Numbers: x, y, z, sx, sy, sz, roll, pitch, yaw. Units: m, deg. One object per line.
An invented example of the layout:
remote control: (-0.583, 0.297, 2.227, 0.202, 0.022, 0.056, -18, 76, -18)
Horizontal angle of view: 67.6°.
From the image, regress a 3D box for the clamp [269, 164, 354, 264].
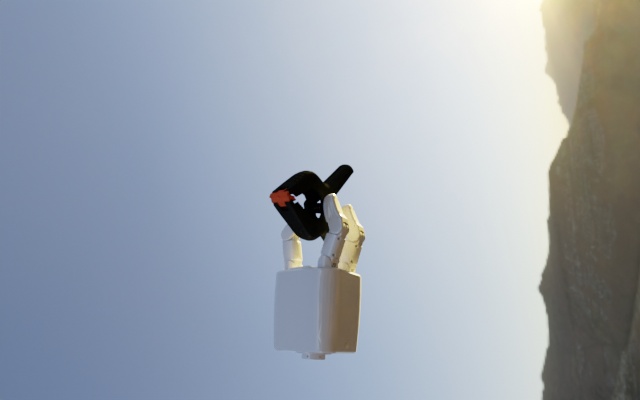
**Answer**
clamp: (-0.001, 0.002, 0.675, 0.036, 0.164, 0.210, -8, -19, 28)
